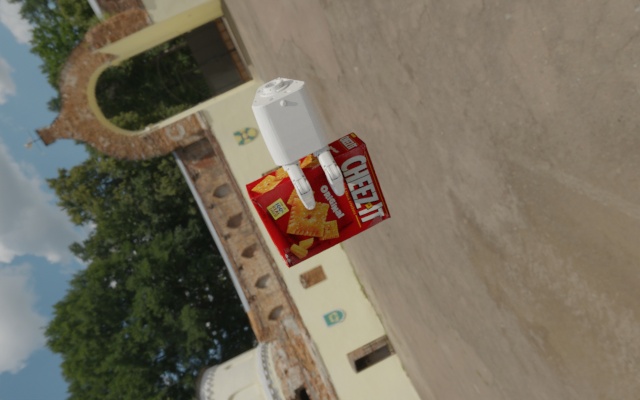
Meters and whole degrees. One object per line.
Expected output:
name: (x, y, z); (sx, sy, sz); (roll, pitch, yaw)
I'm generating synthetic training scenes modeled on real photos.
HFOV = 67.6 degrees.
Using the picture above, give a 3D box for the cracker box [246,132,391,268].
cracker box: (0.000, 0.003, 0.847); (0.213, 0.164, 0.072); (-26, 31, -4)
